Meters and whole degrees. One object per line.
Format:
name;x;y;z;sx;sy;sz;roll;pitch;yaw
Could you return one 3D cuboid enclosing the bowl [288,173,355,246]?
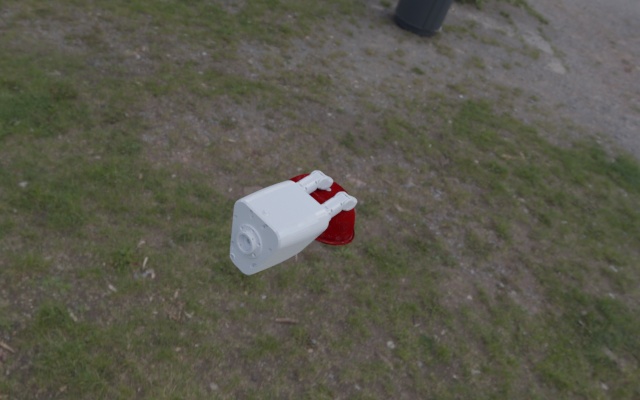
bowl;0.001;0.002;0.806;0.162;0.055;0.162;25;25;-13
